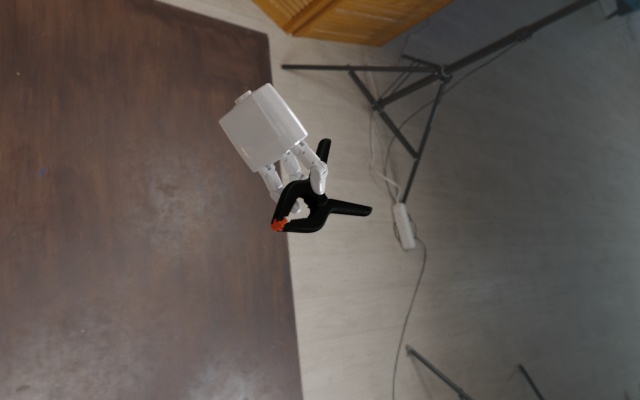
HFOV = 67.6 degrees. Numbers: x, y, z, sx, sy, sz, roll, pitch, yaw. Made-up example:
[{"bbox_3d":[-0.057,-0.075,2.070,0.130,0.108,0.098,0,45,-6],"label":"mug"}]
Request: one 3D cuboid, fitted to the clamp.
[{"bbox_3d":[0.000,0.003,0.833,0.036,0.164,0.210,-28,13,50],"label":"clamp"}]
